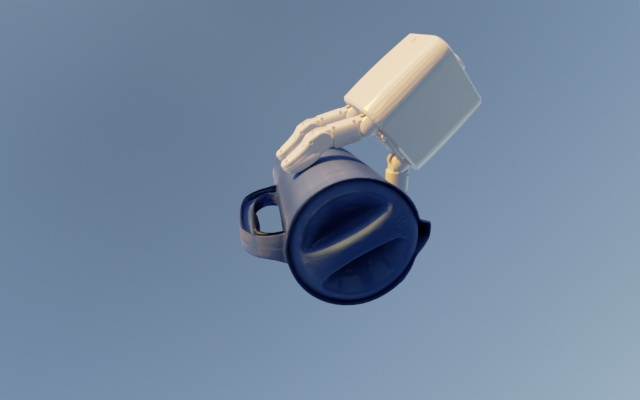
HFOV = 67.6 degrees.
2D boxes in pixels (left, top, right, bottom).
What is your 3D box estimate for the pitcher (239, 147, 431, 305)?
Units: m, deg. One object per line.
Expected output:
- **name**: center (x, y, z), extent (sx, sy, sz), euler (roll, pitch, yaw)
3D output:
- **pitcher**: center (0.000, 0.002, 0.549), extent (0.149, 0.145, 0.242), euler (40, 8, -23)
